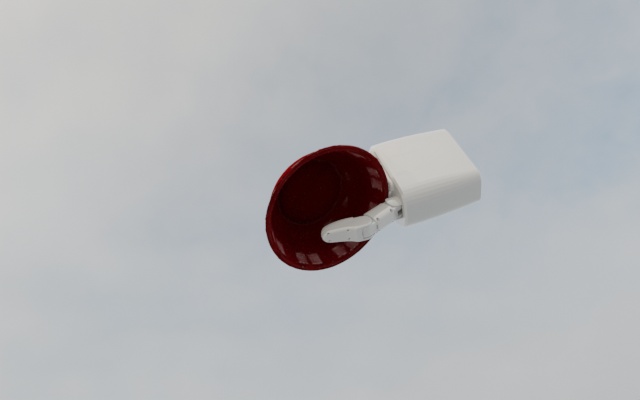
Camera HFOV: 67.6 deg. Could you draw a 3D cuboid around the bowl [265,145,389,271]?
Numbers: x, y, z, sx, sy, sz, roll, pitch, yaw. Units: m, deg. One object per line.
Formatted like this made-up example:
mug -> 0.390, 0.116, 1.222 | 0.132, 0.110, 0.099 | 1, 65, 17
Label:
bowl -> -0.001, 0.002, 0.570 | 0.162, 0.162, 0.055 | 0, 25, -31
